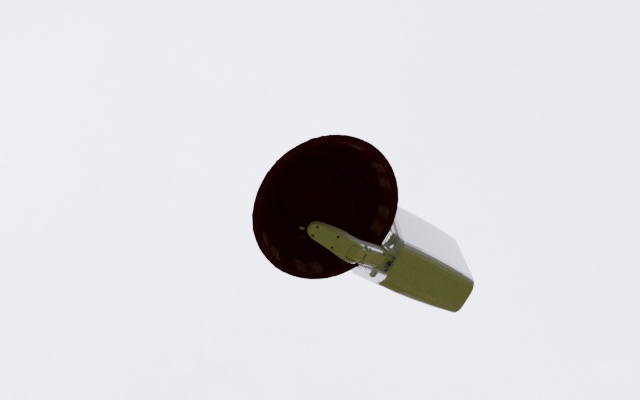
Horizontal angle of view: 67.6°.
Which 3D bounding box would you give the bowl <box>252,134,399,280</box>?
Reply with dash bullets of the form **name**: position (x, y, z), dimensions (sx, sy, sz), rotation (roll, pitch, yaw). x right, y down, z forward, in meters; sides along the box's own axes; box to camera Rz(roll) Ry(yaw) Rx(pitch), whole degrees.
- **bowl**: position (-0.001, 0.001, 0.512), dimensions (0.162, 0.162, 0.055), rotation (0, 22, -22)
